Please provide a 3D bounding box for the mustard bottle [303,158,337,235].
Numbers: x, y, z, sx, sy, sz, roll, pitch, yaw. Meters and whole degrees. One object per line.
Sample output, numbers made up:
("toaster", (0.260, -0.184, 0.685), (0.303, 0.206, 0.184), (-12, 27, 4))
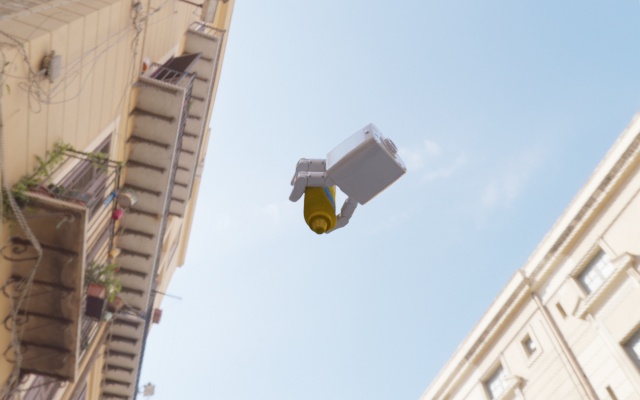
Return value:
("mustard bottle", (0.000, 0.003, 0.891), (0.058, 0.096, 0.191), (-14, 29, 8))
